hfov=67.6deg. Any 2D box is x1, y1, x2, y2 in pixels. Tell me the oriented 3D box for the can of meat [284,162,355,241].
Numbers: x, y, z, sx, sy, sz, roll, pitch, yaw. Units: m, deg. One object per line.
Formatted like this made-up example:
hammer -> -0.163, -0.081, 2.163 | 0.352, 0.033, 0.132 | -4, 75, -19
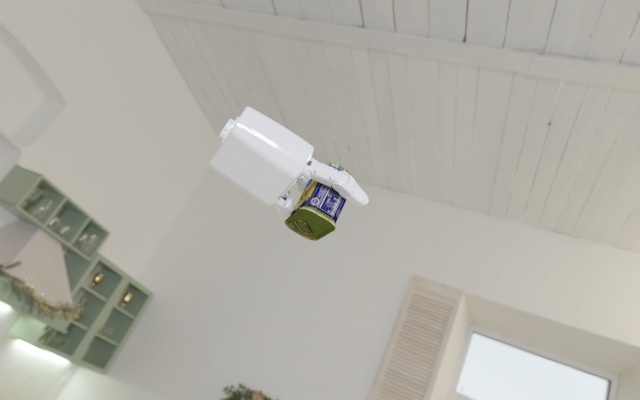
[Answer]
can of meat -> 0.000, 0.002, 0.691 | 0.057, 0.084, 0.102 | 31, -25, -10
